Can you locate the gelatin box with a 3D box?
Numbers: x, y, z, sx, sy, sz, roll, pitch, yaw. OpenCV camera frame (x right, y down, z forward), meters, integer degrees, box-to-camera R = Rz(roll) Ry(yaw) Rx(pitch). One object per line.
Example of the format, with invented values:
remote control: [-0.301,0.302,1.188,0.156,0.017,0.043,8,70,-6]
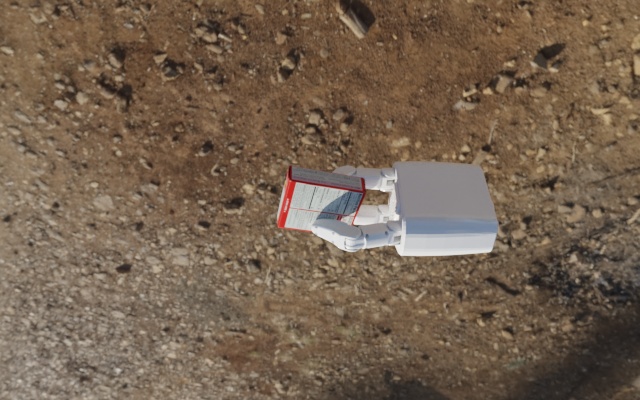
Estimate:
gelatin box: [0.000,0.002,0.548,0.089,0.073,0.030,8,41,-11]
